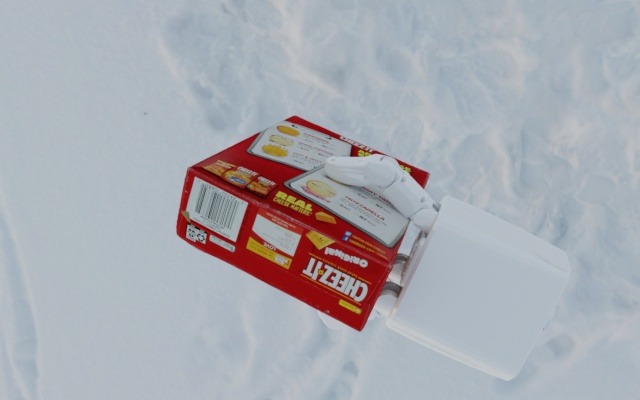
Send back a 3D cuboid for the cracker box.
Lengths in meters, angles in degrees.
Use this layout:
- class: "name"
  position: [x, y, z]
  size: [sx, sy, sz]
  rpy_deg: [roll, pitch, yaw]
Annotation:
- class: "cracker box"
  position: [0.000, 0.001, 0.434]
  size: [0.164, 0.072, 0.213]
  rpy_deg: [25, 26, 9]
